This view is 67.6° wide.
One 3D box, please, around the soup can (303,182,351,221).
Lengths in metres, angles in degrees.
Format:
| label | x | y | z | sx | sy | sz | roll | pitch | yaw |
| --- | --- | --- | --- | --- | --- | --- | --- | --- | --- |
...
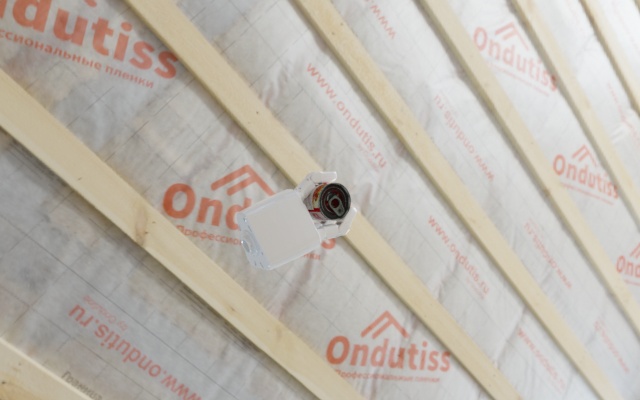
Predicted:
| label | x | y | z | sx | sy | sz | roll | pitch | yaw |
| --- | --- | --- | --- | --- | --- | --- | --- | --- | --- |
| soup can | 0.000 | 0.003 | 0.885 | 0.068 | 0.068 | 0.102 | 0 | -1 | -31 |
